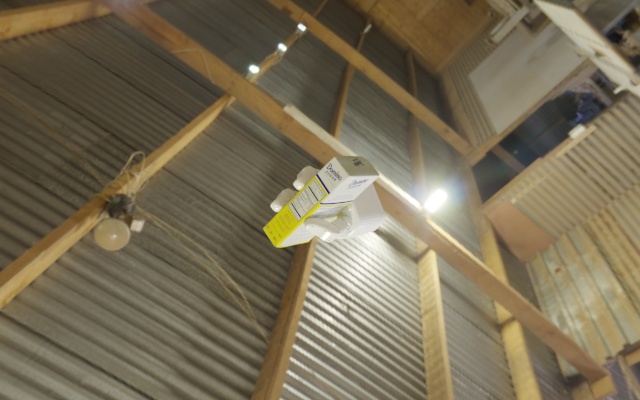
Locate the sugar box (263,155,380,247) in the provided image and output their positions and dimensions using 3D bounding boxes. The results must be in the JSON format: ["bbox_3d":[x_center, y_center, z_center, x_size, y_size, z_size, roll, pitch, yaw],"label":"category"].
[{"bbox_3d":[0.000,0.002,0.734,0.176,0.048,0.093,-46,-22,27],"label":"sugar box"}]
